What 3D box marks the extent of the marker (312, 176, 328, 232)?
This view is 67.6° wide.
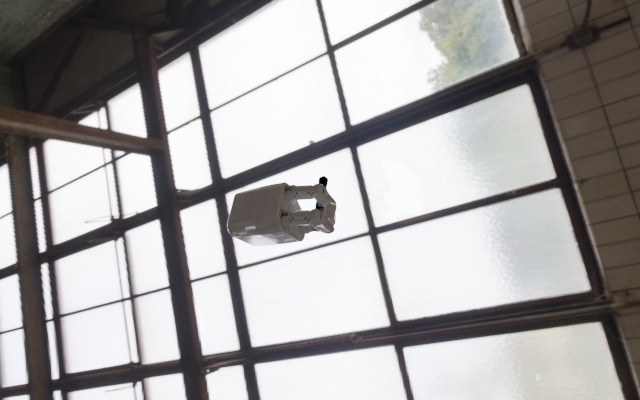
[{"bbox_3d":[0.000,0.003,0.874,0.020,0.121,0.020,5,-37,3],"label":"marker"}]
